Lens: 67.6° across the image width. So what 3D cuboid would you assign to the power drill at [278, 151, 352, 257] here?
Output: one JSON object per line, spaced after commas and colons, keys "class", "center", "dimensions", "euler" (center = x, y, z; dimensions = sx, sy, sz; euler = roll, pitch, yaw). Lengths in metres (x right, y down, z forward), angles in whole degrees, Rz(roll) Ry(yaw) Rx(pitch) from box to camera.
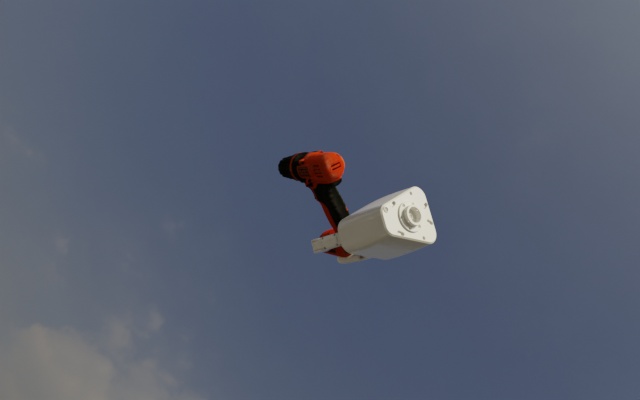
{"class": "power drill", "center": [0.000, 0.003, 0.845], "dimensions": [0.057, 0.188, 0.184], "euler": [-30, 17, -25]}
